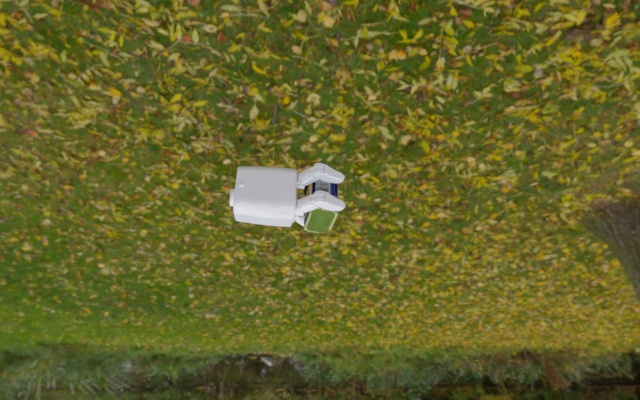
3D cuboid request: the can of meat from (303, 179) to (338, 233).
[{"bbox_3d":[0.000,0.003,0.882,0.057,0.084,0.102,6,-30,-9],"label":"can of meat"}]
